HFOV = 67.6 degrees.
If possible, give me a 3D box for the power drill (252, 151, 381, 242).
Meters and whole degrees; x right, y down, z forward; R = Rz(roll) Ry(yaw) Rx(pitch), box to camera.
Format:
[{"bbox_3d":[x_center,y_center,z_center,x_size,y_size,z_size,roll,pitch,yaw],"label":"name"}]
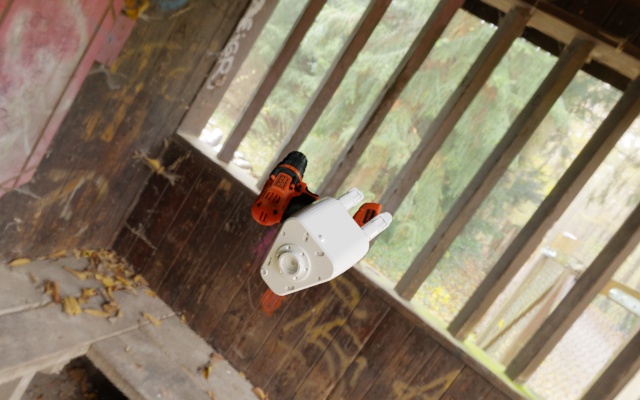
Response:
[{"bbox_3d":[0.000,0.003,0.769,0.187,0.057,0.184,24,39,1],"label":"power drill"}]
